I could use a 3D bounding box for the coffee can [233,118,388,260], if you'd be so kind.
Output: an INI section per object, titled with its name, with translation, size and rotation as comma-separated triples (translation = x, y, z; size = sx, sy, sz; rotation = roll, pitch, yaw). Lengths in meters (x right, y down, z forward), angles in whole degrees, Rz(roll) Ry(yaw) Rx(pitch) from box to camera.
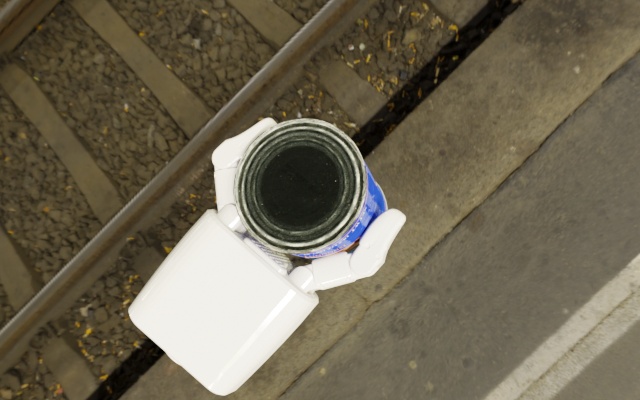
[coffee can]
translation = 0.000, 0.001, 0.415
size = 0.103, 0.102, 0.140
rotation = 0, -11, 14
